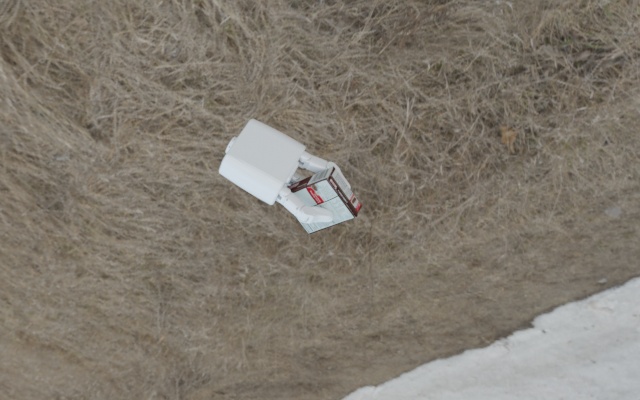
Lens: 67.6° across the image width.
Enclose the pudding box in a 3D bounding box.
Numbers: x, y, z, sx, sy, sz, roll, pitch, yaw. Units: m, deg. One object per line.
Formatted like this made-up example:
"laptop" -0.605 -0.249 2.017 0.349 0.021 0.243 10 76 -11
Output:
"pudding box" 0.000 0.003 0.819 0.113 0.090 0.039 -21 26 38
